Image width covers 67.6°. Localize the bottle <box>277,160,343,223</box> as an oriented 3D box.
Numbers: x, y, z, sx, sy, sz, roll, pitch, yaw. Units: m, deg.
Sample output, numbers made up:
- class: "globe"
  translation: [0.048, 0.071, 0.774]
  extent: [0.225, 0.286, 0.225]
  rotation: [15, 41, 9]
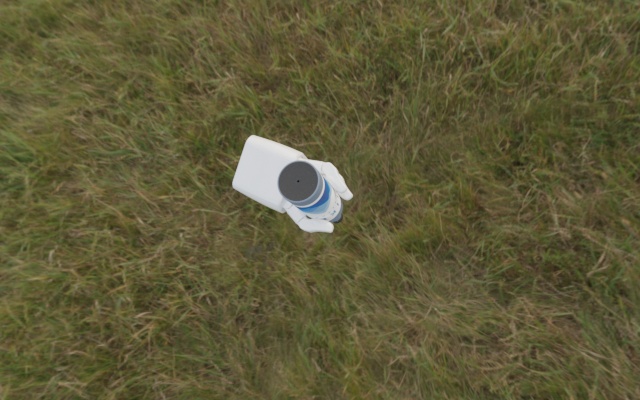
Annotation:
- class: "bottle"
  translation: [0.000, 0.003, 0.854]
  extent: [0.069, 0.069, 0.296]
  rotation: [0, -12, 14]
